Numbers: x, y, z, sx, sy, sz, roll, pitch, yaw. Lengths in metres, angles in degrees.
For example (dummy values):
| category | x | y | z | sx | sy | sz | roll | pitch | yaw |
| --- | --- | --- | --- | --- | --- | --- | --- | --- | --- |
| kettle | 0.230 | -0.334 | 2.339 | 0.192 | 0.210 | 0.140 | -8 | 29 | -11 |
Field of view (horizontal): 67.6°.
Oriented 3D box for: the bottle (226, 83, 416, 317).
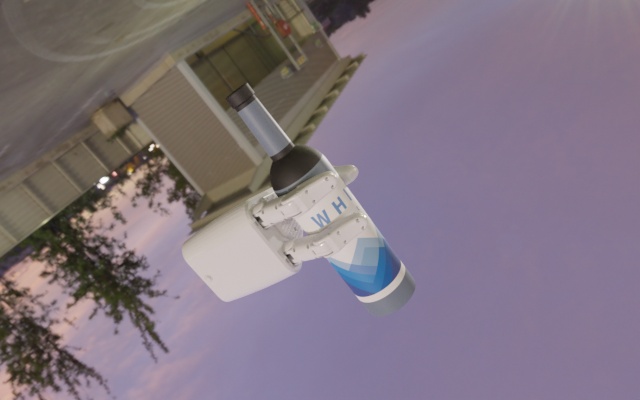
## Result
| category | x | y | z | sx | sy | sz | roll | pitch | yaw |
| --- | --- | --- | --- | --- | --- | --- | --- | --- | --- |
| bottle | 0.000 | 0.002 | 0.522 | 0.069 | 0.296 | 0.069 | -33 | 19 | 13 |
